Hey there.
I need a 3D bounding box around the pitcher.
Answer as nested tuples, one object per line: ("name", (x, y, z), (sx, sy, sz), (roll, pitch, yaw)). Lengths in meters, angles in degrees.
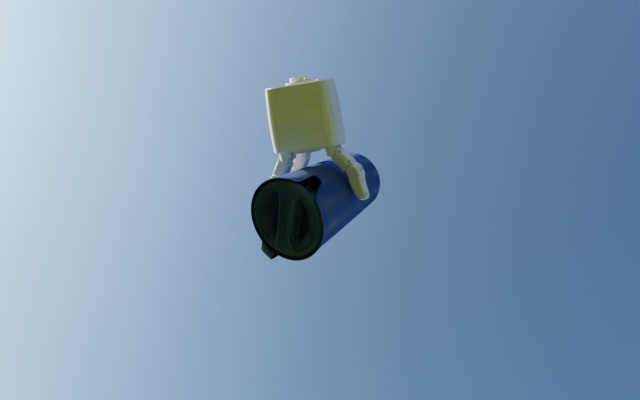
("pitcher", (0.000, 0.002, 0.815), (0.149, 0.145, 0.242), (-2, 16, 33))
